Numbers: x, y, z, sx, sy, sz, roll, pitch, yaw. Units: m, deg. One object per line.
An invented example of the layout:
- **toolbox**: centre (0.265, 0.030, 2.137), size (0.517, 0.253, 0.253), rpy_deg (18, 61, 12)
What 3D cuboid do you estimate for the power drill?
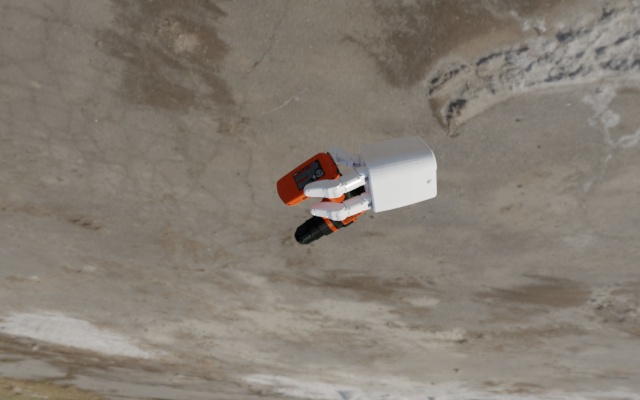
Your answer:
- **power drill**: centre (0.000, 0.003, 0.845), size (0.184, 0.057, 0.188), rpy_deg (-34, -31, 10)
